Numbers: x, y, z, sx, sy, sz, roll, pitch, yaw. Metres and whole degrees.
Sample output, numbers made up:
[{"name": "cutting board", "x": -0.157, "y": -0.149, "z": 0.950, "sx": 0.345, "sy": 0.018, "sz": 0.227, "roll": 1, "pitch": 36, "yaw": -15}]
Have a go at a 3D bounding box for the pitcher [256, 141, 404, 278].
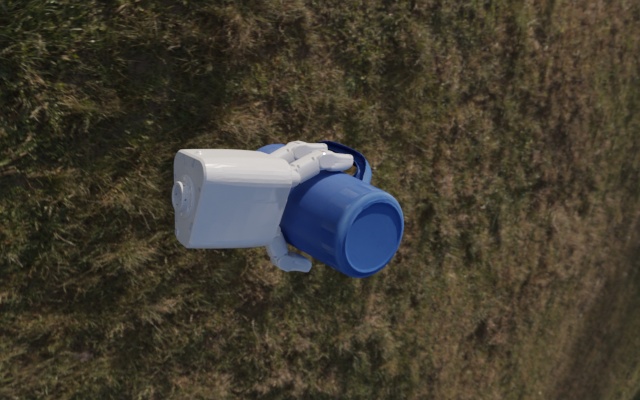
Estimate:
[{"name": "pitcher", "x": 0.000, "y": 0.002, "z": 0.646, "sx": 0.145, "sy": 0.149, "sz": 0.242, "roll": 0, "pitch": 16, "yaw": -37}]
